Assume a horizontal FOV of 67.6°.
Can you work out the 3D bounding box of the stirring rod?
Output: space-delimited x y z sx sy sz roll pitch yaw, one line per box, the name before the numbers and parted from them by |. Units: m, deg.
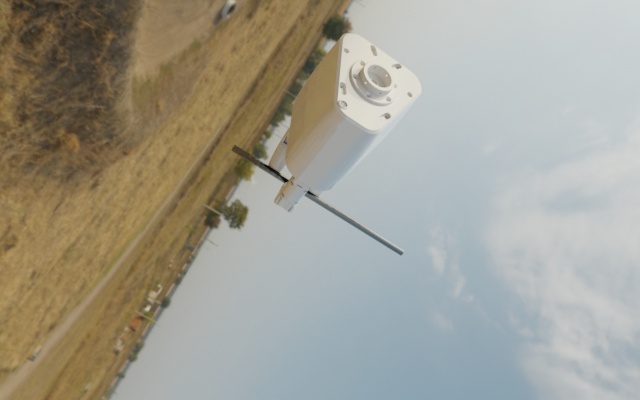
stirring rod | 0.000 0.002 0.568 0.239 0.011 0.011 32 -6 -10
